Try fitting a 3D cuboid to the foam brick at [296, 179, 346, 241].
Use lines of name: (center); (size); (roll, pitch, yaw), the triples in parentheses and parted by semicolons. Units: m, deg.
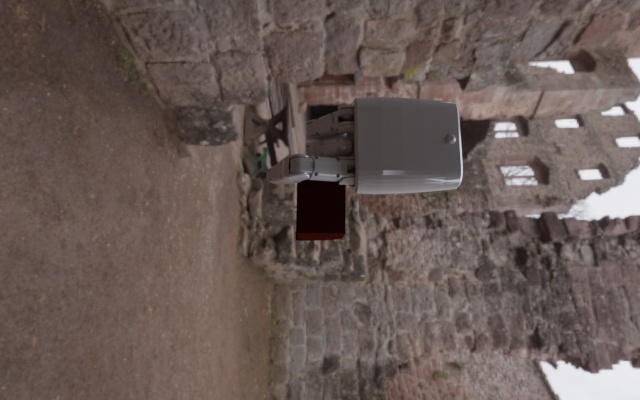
foam brick: (0.000, 0.002, 0.510); (0.051, 0.078, 0.053); (2, -12, -3)
